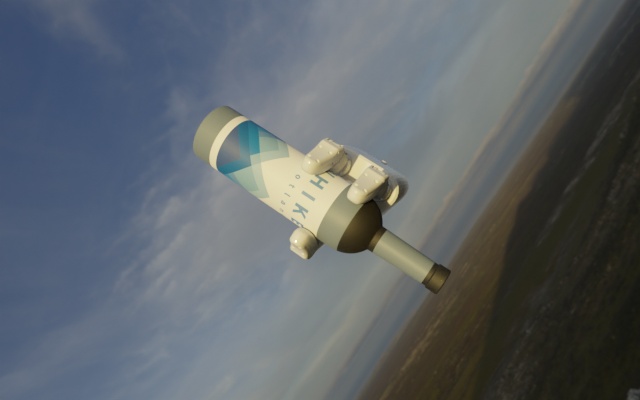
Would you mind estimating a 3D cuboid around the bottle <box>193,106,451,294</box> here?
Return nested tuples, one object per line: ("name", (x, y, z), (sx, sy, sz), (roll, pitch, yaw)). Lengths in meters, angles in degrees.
("bottle", (0.000, 0.002, 0.498), (0.295, 0.069, 0.069), (33, 9, 14))
